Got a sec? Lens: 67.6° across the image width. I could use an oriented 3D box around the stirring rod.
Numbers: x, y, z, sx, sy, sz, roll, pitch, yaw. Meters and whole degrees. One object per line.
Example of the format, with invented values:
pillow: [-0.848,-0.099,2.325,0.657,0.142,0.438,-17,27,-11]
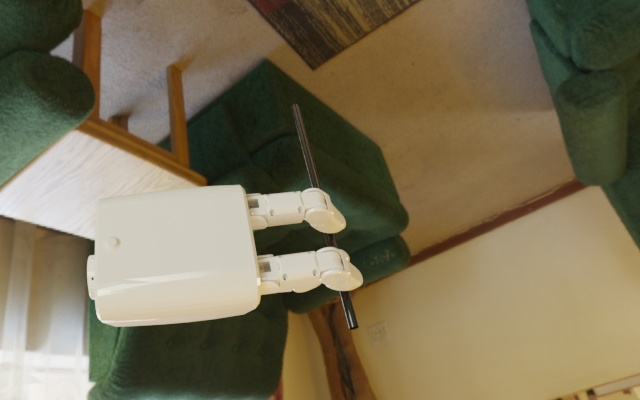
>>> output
stirring rod: [0.000,0.001,0.441,0.011,0.239,0.011,-11,-31,-7]
